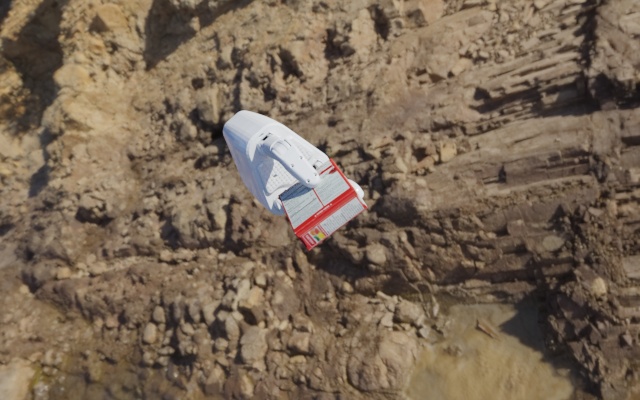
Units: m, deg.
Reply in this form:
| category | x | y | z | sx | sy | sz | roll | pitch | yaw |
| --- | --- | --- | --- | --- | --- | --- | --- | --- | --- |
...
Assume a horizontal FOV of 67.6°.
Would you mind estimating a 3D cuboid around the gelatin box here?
| category | x | y | z | sx | sy | sz | roll | pitch | yaw |
| --- | --- | --- | --- | --- | --- | --- | --- | --- | --- |
| gelatin box | 0.000 | 0.001 | 0.499 | 0.073 | 0.030 | 0.089 | -36 | 30 | 3 |
